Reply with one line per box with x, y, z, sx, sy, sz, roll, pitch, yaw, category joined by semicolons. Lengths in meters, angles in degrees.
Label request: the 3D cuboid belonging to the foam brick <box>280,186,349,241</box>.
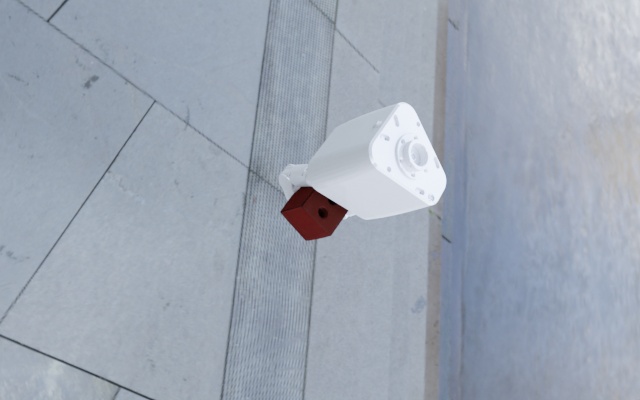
0.000;0.002;0.581;0.053;0.078;0.051;47;-31;-20;foam brick
